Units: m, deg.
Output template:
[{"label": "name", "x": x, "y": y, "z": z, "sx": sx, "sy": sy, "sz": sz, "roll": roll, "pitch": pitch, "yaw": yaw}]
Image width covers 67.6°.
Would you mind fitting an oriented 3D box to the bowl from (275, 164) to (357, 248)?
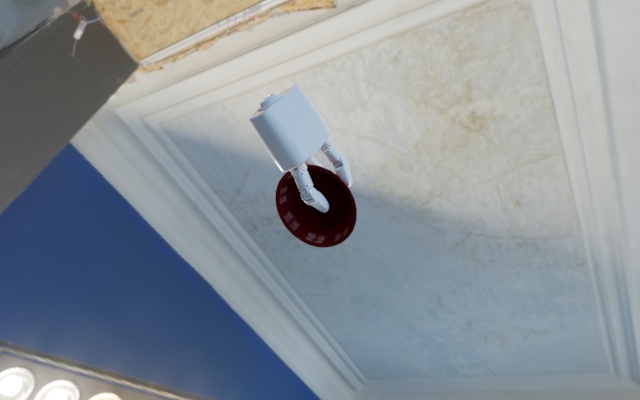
[{"label": "bowl", "x": 0.001, "y": 0.004, "z": 0.875, "sx": 0.162, "sy": 0.162, "sz": 0.055, "roll": 0, "pitch": 22, "yaw": 27}]
